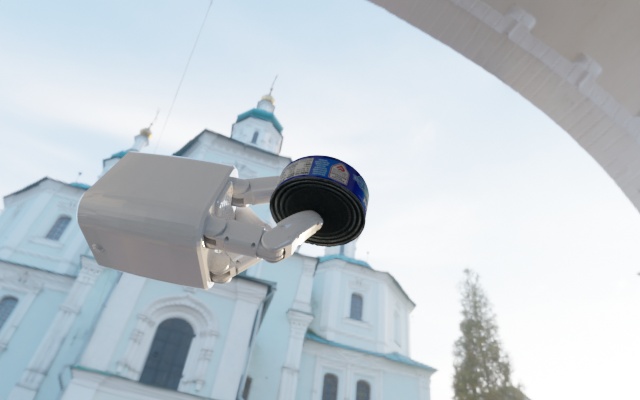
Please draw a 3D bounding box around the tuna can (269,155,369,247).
[{"bbox_3d":[0.000,0.001,0.426,0.086,0.086,0.033,0,44,16],"label":"tuna can"}]
